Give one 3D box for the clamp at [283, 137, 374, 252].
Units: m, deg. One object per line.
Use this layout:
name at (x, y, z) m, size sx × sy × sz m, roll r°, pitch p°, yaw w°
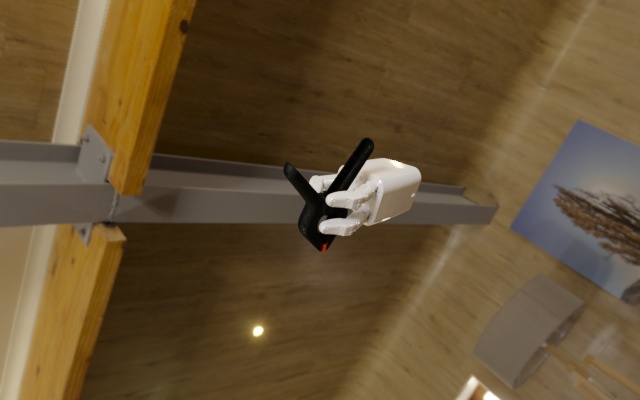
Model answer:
clamp at (0.000, 0.002, 0.771) m, size 0.164 × 0.210 × 0.036 m, roll -14°, pitch 42°, yaw -35°
